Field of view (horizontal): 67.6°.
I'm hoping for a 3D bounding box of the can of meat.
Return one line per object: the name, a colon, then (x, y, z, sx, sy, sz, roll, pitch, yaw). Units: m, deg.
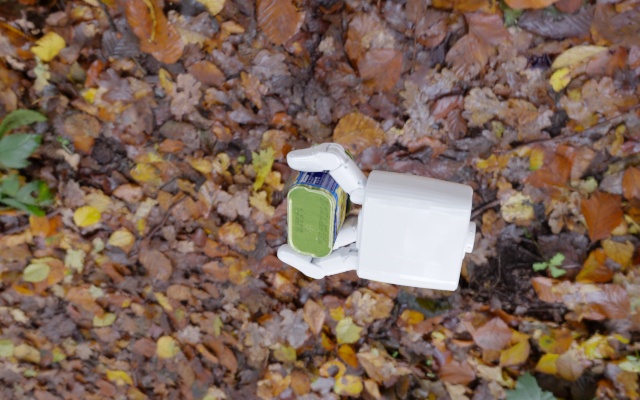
can of meat: (0.000, 0.002, 0.538, 0.057, 0.102, 0.084, 10, 39, 11)
